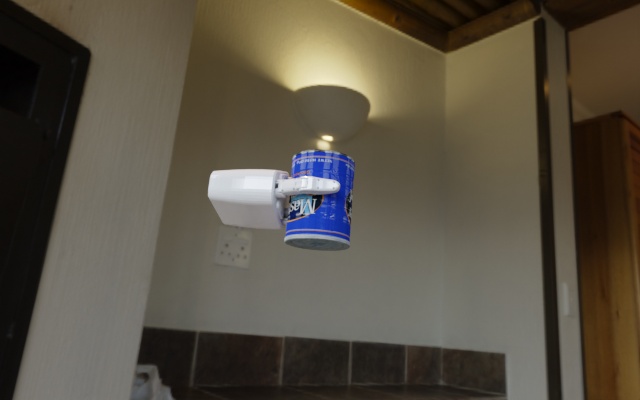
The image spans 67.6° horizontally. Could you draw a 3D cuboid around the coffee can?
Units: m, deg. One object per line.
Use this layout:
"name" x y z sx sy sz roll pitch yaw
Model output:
"coffee can" 0.000 0.003 0.762 0.103 0.140 0.103 4 -15 1
